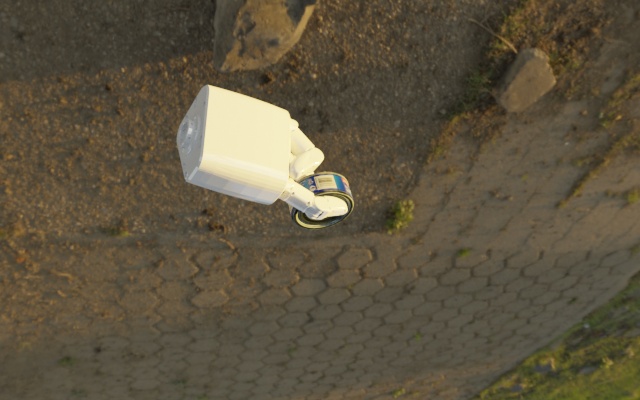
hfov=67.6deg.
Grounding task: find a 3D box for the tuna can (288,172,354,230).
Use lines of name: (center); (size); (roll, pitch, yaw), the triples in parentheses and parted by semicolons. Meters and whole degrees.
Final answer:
tuna can: (0.000, 0.003, 0.633); (0.086, 0.033, 0.086); (-11, -35, -8)
